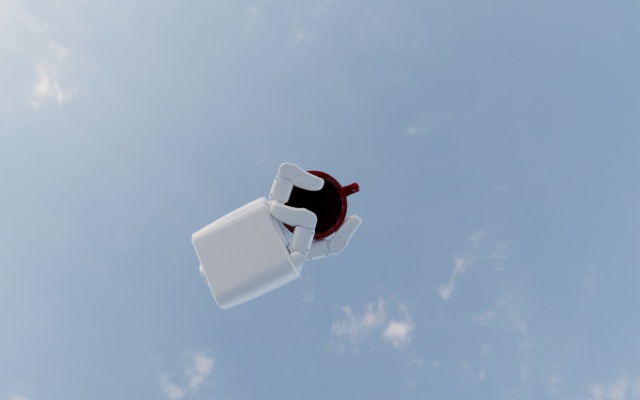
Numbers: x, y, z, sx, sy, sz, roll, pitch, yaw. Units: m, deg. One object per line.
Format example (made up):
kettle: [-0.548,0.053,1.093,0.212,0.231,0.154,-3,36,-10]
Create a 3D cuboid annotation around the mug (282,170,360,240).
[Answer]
mug: [0.001,0.002,0.675,0.117,0.093,0.081,-26,-1,-1]
